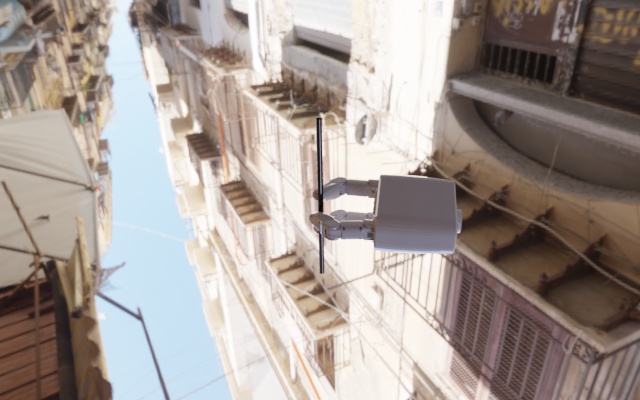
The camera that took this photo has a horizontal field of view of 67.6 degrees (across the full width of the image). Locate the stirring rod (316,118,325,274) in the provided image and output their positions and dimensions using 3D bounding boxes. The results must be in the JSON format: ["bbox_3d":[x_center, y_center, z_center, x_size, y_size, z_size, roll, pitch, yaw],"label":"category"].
[{"bbox_3d":[0.000,0.002,0.664,0.011,0.240,0.011,-1,28,0],"label":"stirring rod"}]
